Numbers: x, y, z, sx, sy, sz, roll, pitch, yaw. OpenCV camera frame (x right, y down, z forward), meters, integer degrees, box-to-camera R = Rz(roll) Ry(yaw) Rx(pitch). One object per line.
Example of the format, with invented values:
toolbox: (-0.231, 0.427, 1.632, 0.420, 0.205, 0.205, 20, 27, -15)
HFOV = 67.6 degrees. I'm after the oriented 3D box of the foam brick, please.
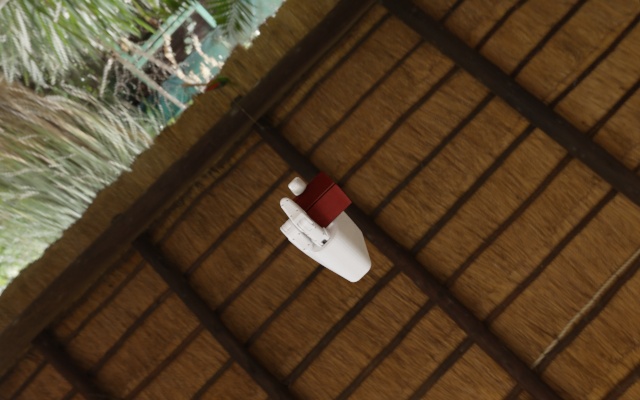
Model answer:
foam brick: (0.000, 0.002, 0.759, 0.051, 0.078, 0.053, 43, 5, -34)
